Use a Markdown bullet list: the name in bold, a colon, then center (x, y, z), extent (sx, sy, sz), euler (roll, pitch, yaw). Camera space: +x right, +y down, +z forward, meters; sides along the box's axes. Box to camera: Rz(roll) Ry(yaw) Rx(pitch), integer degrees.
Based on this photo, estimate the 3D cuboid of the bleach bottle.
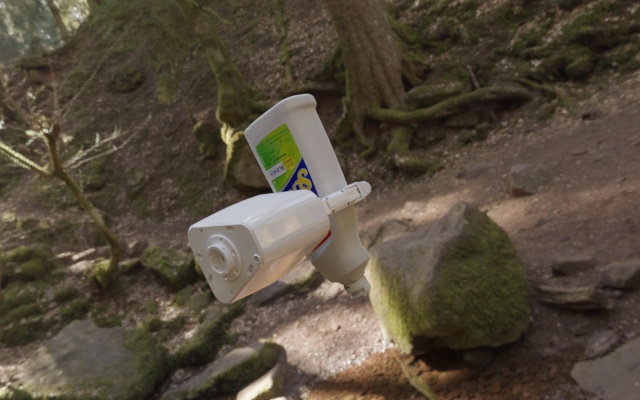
- **bleach bottle**: center (0.000, 0.002, 0.598), extent (0.102, 0.251, 0.068), euler (-28, -2, 40)
